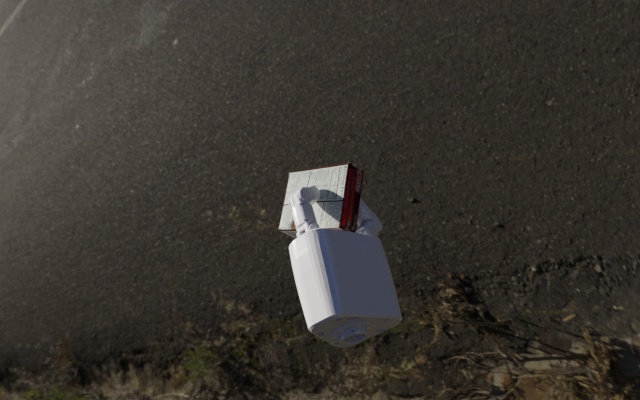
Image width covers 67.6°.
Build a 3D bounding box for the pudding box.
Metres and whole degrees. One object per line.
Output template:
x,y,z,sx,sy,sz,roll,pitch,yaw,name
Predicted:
0.000,0.002,0.639,0.113,0.090,0.039,-4,-22,39,pudding box
